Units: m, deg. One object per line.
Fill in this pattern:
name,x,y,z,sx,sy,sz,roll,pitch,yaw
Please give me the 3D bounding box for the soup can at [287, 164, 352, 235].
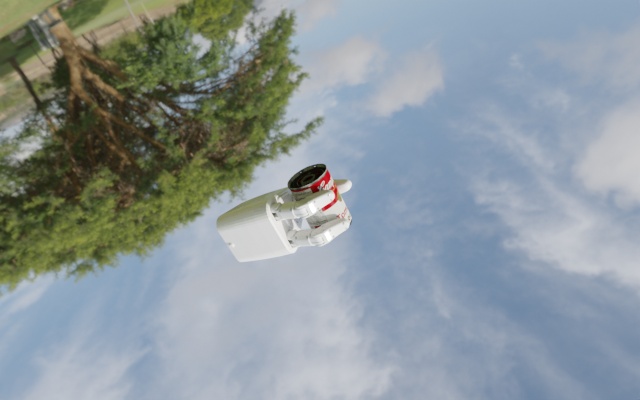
soup can,0.001,0.003,0.755,0.068,0.102,0.068,-22,26,11
